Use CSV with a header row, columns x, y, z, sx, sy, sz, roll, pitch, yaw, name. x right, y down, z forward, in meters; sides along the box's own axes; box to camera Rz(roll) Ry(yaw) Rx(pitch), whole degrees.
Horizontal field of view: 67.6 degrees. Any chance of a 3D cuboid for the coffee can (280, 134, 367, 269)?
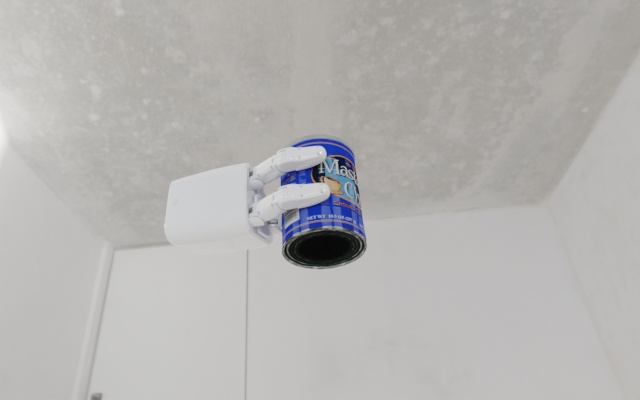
x,y,z,sx,sy,sz,roll,pitch,yaw,name
0.000,0.002,0.608,0.103,0.140,0.103,-3,-34,-2,coffee can
